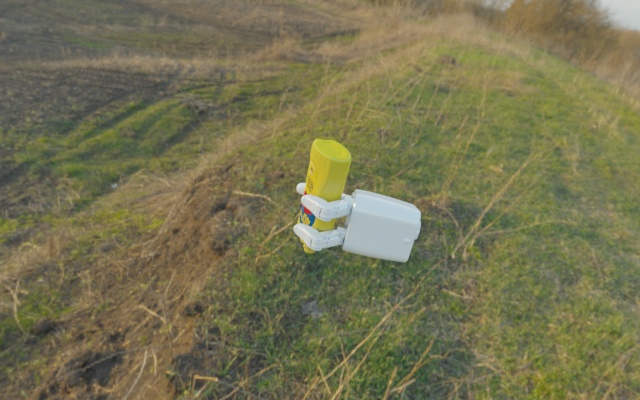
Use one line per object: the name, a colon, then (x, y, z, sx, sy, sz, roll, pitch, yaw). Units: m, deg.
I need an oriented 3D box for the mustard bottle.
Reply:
mustard bottle: (0.000, 0.002, 0.786, 0.058, 0.192, 0.096, 3, 26, -20)
